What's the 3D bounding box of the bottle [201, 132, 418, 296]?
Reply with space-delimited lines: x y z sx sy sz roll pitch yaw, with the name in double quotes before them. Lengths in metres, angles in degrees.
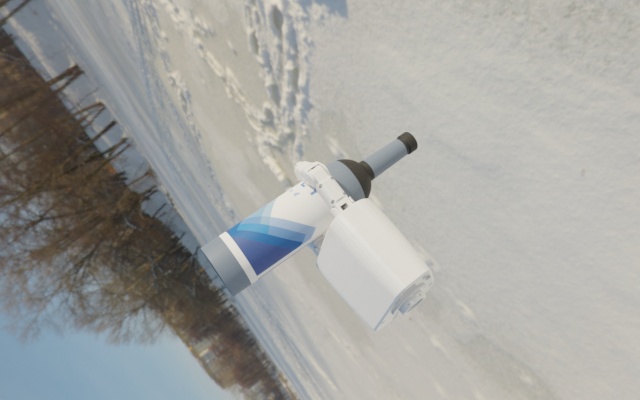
"bottle" 0.000 0.002 0.579 0.295 0.069 0.069 -34 10 -16
